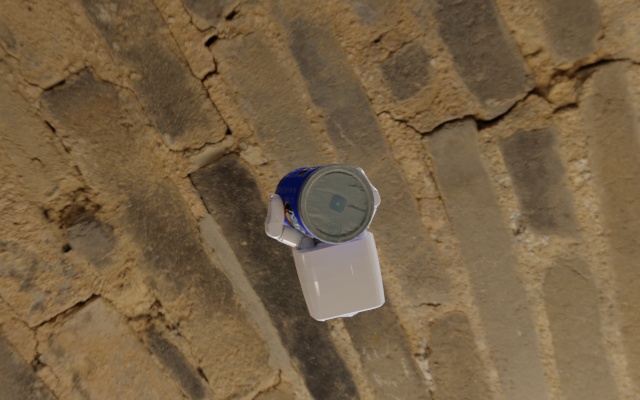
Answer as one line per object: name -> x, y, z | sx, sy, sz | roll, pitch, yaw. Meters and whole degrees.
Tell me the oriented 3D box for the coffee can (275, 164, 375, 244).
coffee can -> 0.000, 0.002, 0.672 | 0.103, 0.103, 0.140 | 0, 2, -19
